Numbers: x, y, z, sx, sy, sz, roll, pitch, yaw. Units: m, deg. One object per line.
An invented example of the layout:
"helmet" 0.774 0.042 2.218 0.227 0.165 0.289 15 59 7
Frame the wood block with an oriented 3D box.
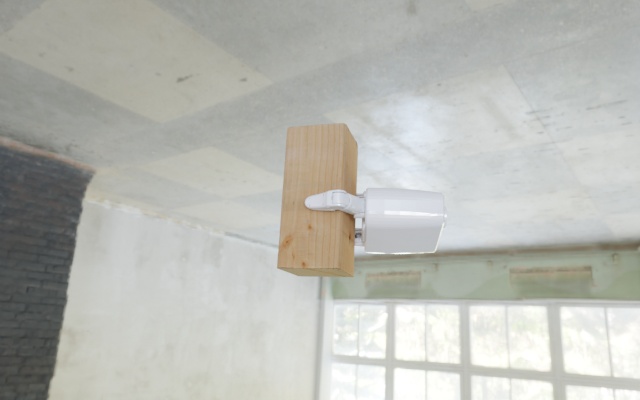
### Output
"wood block" 0.000 0.002 0.695 0.090 0.206 0.091 -2 -16 17
